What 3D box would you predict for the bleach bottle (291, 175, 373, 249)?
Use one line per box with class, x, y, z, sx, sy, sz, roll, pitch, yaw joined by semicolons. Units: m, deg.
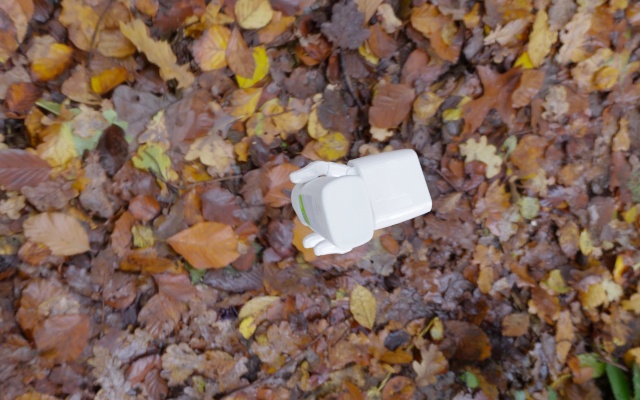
bleach bottle;0.000;0.003;0.751;0.068;0.102;0.251;-16;12;-16
